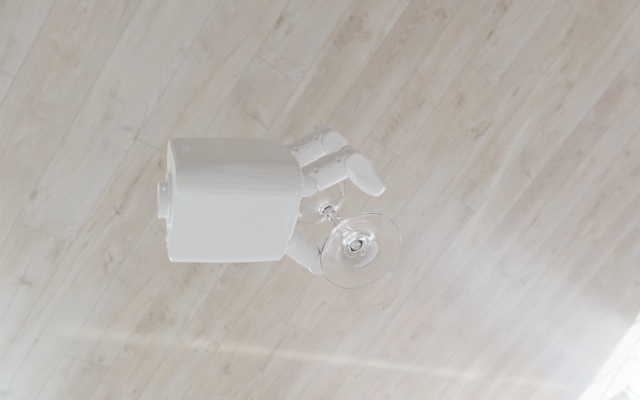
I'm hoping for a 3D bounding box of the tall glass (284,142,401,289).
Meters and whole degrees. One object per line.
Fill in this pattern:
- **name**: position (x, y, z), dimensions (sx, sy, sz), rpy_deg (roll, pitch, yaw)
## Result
- **tall glass**: position (0.000, 0.002, 0.484), dimensions (0.079, 0.079, 0.201), rpy_deg (0, 25, -22)
